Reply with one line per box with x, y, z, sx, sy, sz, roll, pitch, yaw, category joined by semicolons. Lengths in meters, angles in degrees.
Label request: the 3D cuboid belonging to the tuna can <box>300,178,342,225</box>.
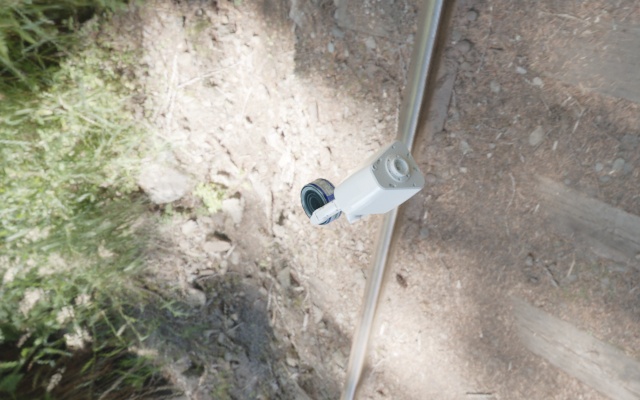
0.000;0.003;0.899;0.033;0.086;0.086;-27;16;-35;tuna can
